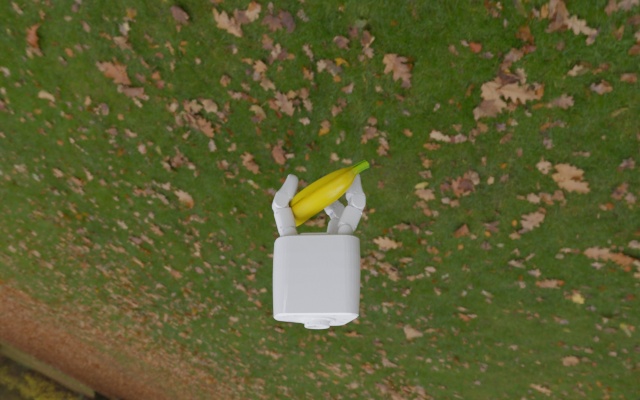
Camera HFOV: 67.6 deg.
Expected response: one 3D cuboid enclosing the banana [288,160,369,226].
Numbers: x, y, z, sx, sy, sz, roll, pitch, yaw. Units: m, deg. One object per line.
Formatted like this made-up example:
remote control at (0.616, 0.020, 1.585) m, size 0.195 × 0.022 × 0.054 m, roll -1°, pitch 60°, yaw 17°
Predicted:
banana at (-0.011, 0.004, 0.681) m, size 0.069 × 0.037 × 0.198 m, roll -12°, pitch -15°, yaw -43°
